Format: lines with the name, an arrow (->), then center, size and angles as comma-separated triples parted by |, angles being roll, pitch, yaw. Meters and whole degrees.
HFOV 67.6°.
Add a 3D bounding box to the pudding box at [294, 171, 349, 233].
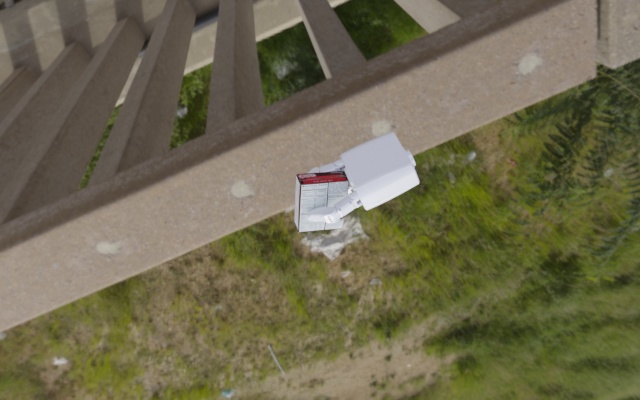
pudding box -> 0.000, 0.003, 0.865 | 0.090, 0.114, 0.039 | -4, 35, -12
